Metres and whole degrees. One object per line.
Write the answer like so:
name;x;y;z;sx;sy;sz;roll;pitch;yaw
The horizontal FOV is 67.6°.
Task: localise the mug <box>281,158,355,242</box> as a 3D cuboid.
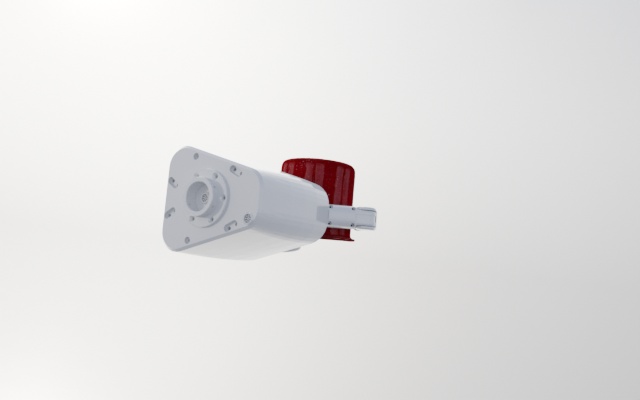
mug;0.001;0.002;0.531;0.093;0.081;0.117;3;-6;28
